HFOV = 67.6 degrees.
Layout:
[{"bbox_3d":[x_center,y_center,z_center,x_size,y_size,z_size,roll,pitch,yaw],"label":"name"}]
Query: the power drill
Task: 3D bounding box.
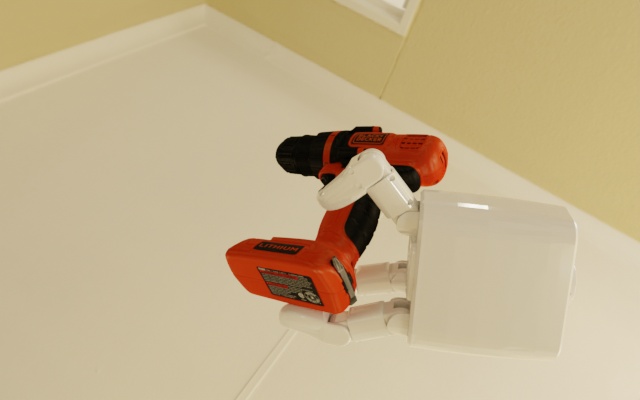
[{"bbox_3d":[0.000,0.002,0.425,0.184,0.057,0.187,4,45,35],"label":"power drill"}]
